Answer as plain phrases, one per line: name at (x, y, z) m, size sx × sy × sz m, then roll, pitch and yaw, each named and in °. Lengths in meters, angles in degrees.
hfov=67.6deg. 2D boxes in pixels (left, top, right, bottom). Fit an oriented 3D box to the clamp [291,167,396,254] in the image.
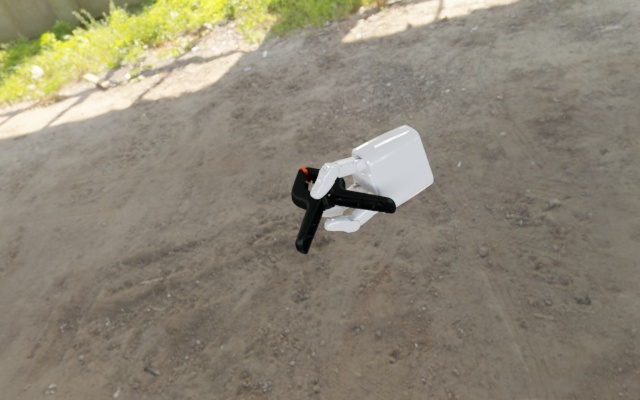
clamp at (0.000, 0.002, 0.779) m, size 0.164 × 0.036 × 0.210 m, roll -27°, pitch 36°, yaw -16°
